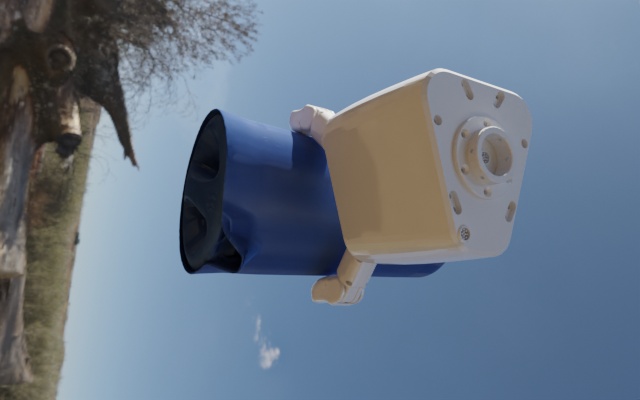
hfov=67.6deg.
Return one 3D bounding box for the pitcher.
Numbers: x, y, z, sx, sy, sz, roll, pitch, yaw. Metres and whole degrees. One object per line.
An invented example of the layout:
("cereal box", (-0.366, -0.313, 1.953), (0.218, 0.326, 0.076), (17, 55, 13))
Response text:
("pitcher", (0.000, 0.001, 0.442), (0.243, 0.149, 0.145), (9, -13, -28))
